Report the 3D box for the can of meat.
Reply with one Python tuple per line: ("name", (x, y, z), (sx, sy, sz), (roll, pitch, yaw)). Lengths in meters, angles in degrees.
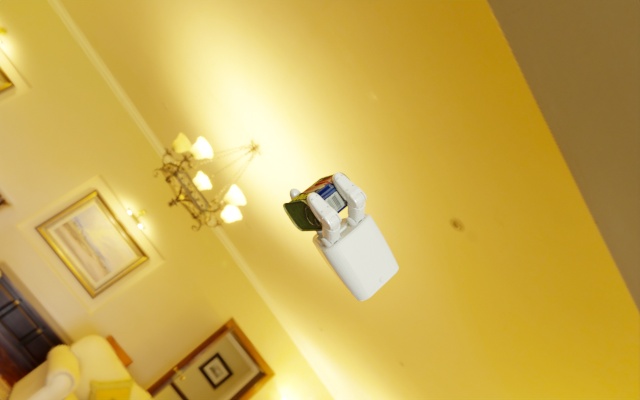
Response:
("can of meat", (0.000, 0.002, 0.764), (0.084, 0.057, 0.102), (-38, 12, -24))
